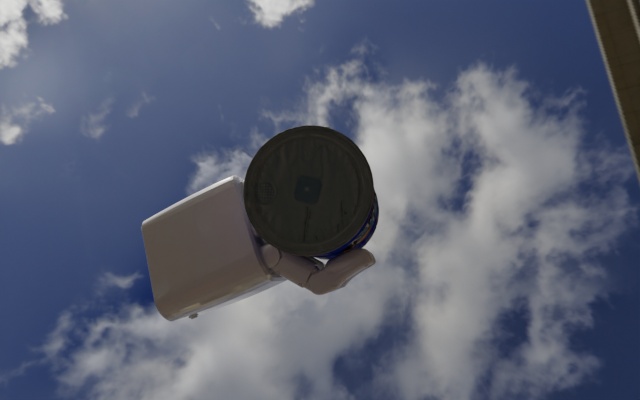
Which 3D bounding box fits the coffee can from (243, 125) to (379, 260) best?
[{"bbox_3d":[0.000,0.001,0.435,0.103,0.103,0.140,0,-8,9],"label":"coffee can"}]
